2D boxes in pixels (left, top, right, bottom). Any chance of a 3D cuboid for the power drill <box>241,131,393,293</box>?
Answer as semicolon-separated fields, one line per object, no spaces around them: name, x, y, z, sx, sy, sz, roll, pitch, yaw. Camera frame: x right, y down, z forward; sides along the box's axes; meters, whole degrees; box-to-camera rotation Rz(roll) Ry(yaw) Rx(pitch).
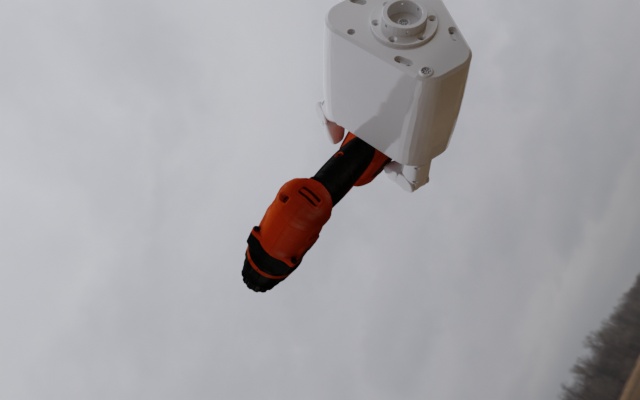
power drill;0.000;0.001;0.476;0.187;0.057;0.184;-49;-2;-35
